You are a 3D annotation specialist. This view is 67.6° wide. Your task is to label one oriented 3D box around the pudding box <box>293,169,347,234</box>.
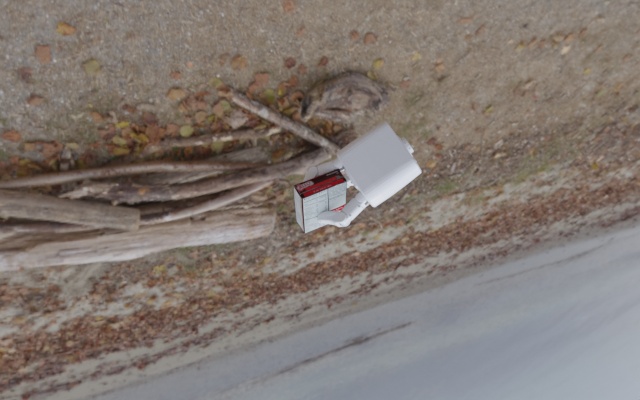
[{"bbox_3d":[0.000,0.003,0.865,0.090,0.039,0.114,-21,-37,-15],"label":"pudding box"}]
